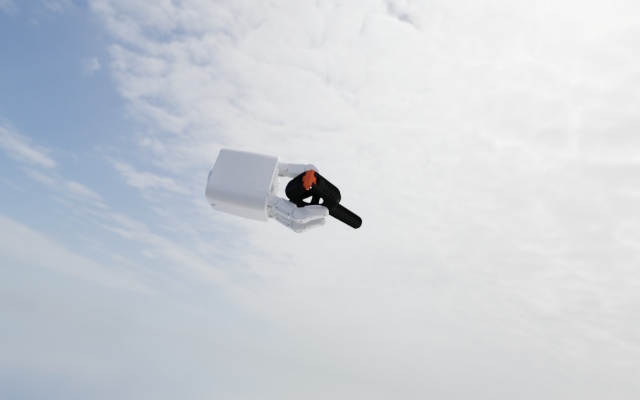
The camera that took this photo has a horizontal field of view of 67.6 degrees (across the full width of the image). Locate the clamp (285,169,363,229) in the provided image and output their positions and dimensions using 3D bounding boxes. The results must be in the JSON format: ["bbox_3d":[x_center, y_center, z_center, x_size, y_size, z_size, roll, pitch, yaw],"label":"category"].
[{"bbox_3d":[0.000,0.002,0.824,0.164,0.036,0.210,10,-19,1],"label":"clamp"}]
